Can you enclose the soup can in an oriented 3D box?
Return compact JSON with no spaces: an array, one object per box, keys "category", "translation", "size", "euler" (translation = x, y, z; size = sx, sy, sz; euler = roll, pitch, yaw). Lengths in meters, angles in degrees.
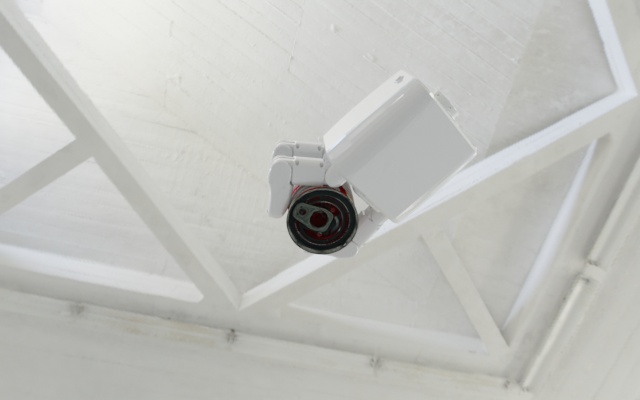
[{"category":"soup can","translation":[0.000,0.002,0.491],"size":[0.068,0.068,0.102],"euler":[0,22,-2]}]
